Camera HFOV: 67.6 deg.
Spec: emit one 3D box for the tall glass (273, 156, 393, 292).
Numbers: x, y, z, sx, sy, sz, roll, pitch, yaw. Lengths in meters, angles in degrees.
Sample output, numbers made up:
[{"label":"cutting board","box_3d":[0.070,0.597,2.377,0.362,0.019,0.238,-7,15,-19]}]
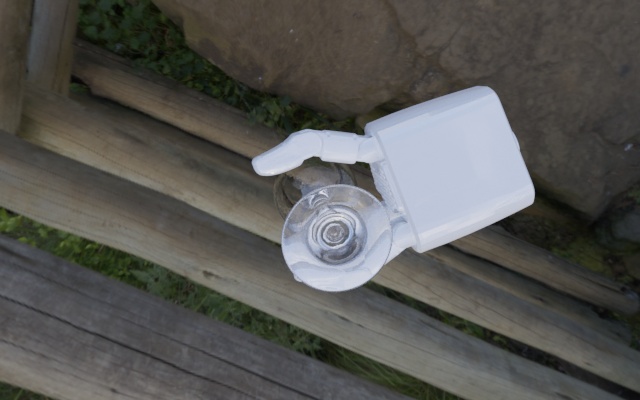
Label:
[{"label":"tall glass","box_3d":[0.000,0.002,0.407,0.079,0.079,0.201,0,14,-7]}]
